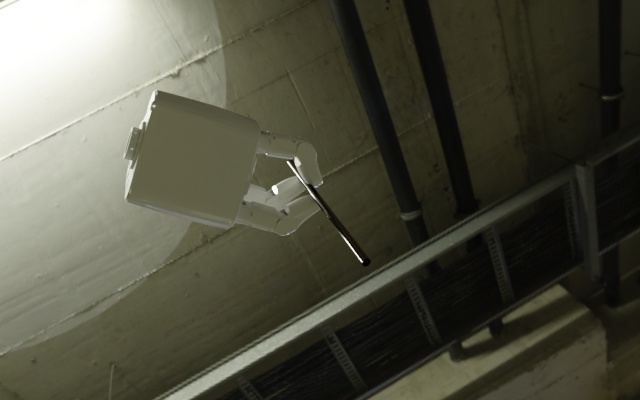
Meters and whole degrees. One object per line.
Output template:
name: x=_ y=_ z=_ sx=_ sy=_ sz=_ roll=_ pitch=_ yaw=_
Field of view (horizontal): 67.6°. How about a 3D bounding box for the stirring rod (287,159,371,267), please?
stirring rod: x=0.000 y=0.002 z=0.499 sx=0.011 sy=0.011 sz=0.239 roll=0 pitch=25 yaw=-20
